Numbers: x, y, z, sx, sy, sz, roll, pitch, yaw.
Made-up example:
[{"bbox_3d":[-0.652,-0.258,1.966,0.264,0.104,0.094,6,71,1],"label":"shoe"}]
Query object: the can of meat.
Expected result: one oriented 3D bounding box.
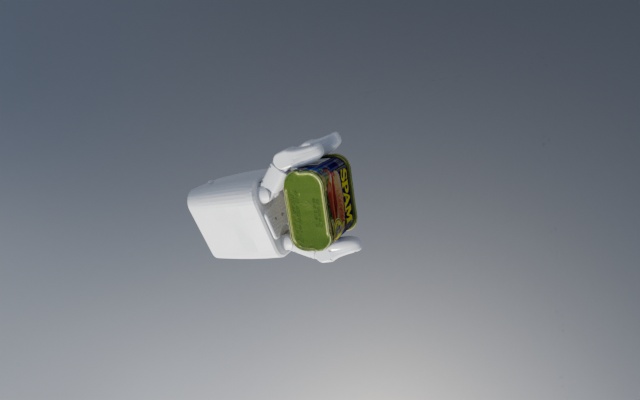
[{"bbox_3d":[0.000,0.002,0.574,0.057,0.102,0.084,-2,15,25],"label":"can of meat"}]
